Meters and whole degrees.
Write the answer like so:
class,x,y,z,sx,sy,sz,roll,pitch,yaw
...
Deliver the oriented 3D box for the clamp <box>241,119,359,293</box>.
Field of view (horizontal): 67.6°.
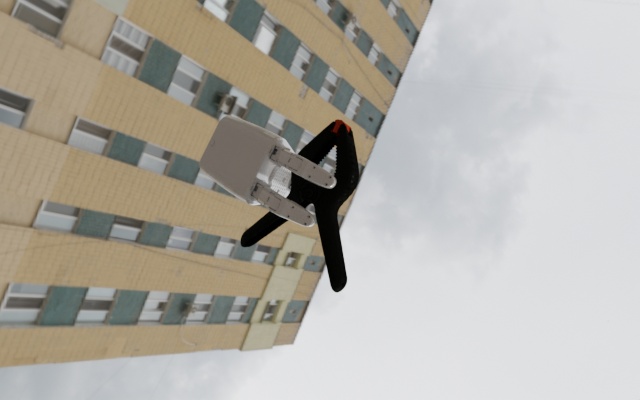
class,x,y,z,sx,sy,sz,roll,pitch,yaw
clamp,0.001,0.002,0.612,0.164,0.210,0.036,29,4,27
